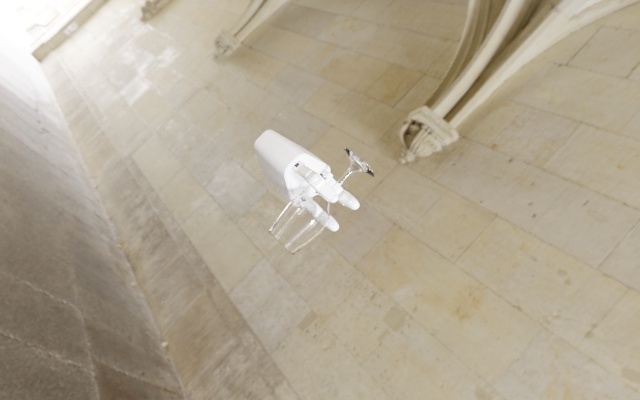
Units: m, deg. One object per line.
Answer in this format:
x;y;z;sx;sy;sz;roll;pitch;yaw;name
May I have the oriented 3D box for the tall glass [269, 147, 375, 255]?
0.001;0.002;0.840;0.079;0.201;0.079;43;-6;6;tall glass
